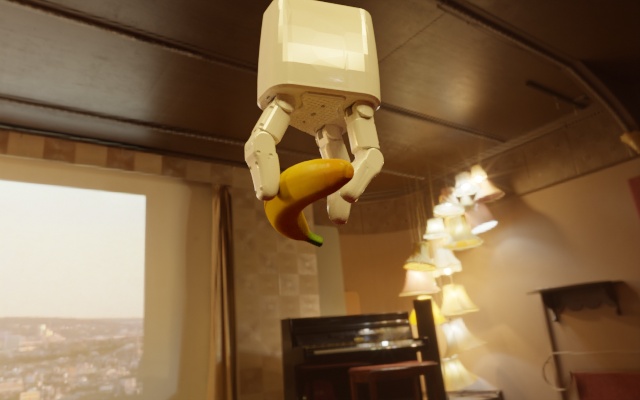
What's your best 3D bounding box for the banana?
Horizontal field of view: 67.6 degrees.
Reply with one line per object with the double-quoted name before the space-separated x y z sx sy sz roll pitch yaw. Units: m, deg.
"banana" -0.019 0.001 0.457 0.069 0.037 0.198 5 -20 -6
